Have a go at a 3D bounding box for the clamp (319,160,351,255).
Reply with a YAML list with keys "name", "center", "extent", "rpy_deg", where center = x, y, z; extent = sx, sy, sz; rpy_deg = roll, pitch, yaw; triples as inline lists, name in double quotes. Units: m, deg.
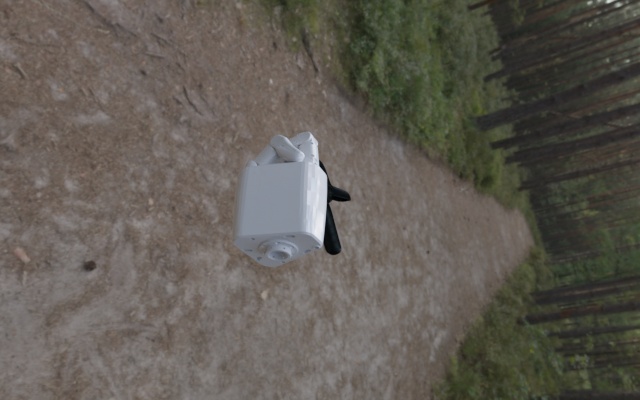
- name: "clamp"
  center: [0.001, 0.002, 0.721]
  extent: [0.039, 0.120, 0.171]
  rpy_deg: [-15, -36, 25]
